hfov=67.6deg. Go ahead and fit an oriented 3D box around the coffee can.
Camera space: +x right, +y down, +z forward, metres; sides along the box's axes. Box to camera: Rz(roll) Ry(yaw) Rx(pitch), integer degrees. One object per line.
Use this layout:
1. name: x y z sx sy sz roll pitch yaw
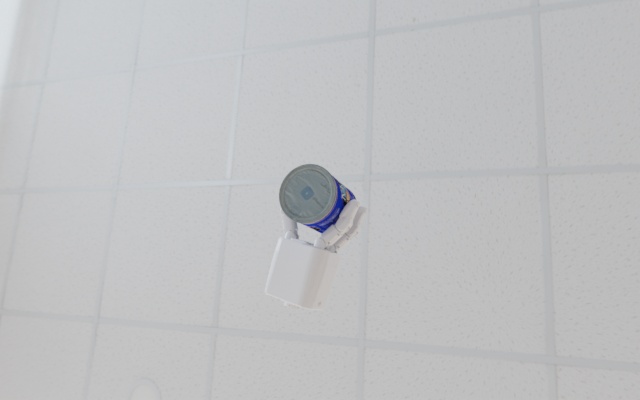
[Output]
1. coffee can: 0.000 0.003 0.859 0.103 0.102 0.140 0 -12 20
